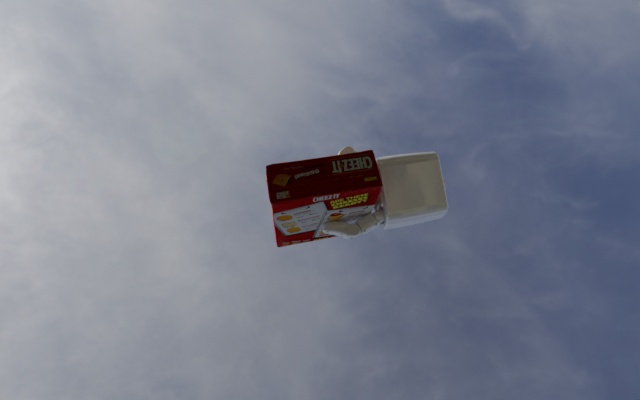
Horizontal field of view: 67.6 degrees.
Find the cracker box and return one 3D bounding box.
[{"bbox_3d":[0.000,0.003,0.779,0.164,0.072,0.214,-10,-22,-6],"label":"cracker box"}]
